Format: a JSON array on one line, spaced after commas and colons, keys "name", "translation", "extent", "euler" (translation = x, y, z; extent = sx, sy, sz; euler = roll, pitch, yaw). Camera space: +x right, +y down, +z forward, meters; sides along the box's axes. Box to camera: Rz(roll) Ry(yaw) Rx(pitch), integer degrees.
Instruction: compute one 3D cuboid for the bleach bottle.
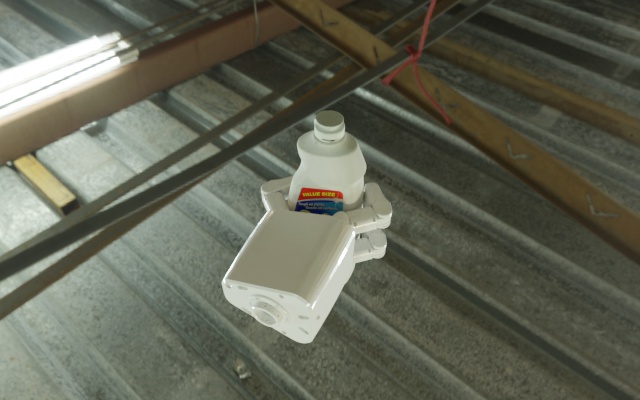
[{"name": "bleach bottle", "translation": [0.000, 0.002, 0.569], "extent": [0.102, 0.251, 0.068], "euler": [18, 49, 16]}]
